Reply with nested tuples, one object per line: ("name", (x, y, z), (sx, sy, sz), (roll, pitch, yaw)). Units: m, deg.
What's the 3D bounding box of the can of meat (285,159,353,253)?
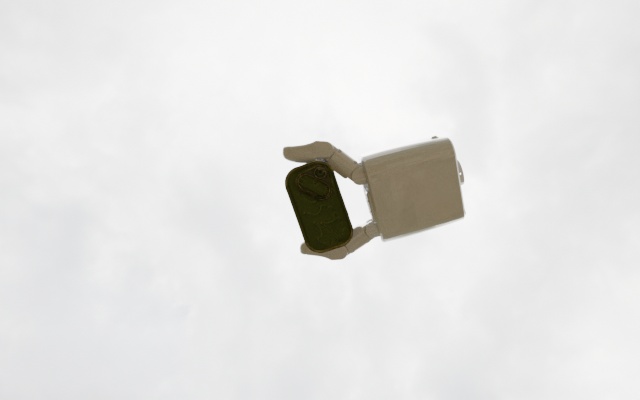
("can of meat", (0.000, 0.002, 0.572), (0.057, 0.102, 0.084), (-19, 7, 5))
